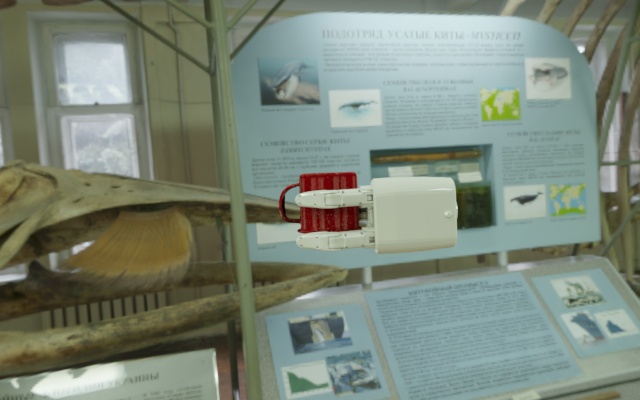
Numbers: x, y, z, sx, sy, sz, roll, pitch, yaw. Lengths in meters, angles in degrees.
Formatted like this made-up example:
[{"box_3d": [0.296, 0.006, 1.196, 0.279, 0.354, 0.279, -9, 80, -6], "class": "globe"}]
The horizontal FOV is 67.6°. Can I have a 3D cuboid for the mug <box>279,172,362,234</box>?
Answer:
[{"box_3d": [-0.001, 0.002, 0.670, 0.117, 0.081, 0.093, -2, 3, 0], "class": "mug"}]
